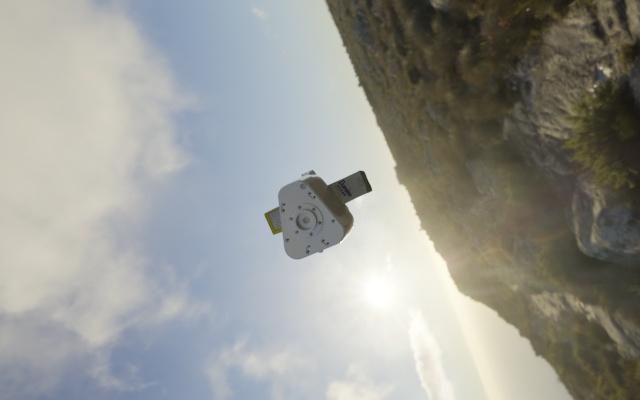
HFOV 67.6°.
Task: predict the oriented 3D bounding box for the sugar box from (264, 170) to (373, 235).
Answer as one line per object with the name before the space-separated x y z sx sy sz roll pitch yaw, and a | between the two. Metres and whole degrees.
sugar box | 0.000 0.003 0.817 0.176 0.048 0.093 -22 -1 10
